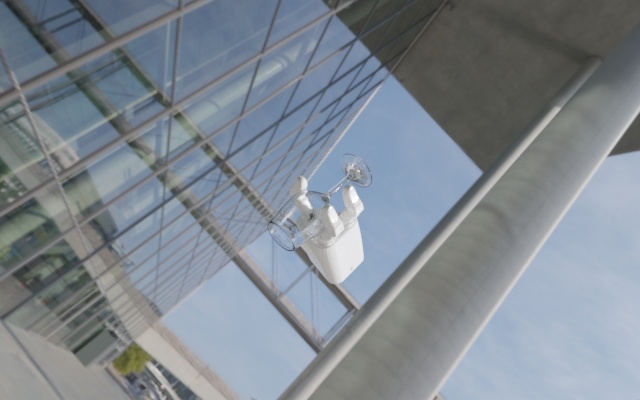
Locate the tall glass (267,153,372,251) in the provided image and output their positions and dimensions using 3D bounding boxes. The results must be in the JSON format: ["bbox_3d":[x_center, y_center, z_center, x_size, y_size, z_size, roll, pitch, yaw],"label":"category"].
[{"bbox_3d":[0.001,0.002,0.834,0.201,0.079,0.079,-41,22,-28],"label":"tall glass"}]
